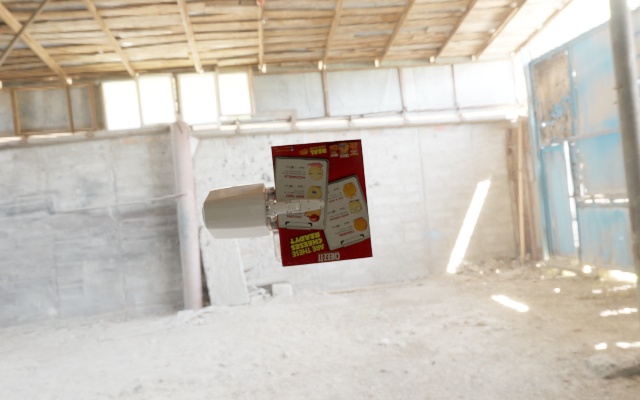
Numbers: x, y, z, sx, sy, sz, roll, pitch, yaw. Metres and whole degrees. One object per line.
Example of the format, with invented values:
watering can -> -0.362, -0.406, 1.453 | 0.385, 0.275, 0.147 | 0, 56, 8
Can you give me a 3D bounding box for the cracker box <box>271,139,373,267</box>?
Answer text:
cracker box -> 0.000, 0.003, 0.866 | 0.164, 0.213, 0.072 | -6, 0, -4
